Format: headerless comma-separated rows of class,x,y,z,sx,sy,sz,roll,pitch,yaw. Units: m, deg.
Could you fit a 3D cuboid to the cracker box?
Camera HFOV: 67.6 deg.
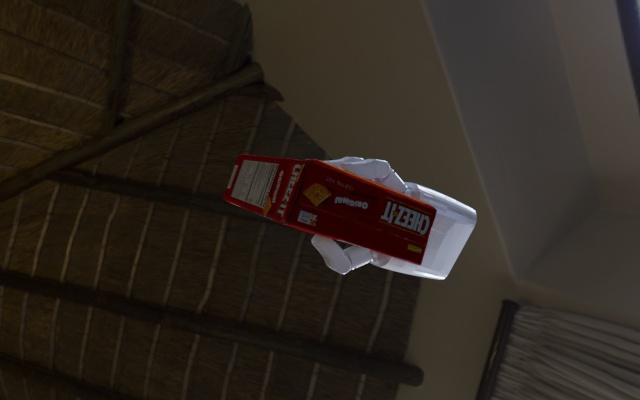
cracker box,0.000,0.002,0.552,0.164,0.072,0.213,19,-2,-27
